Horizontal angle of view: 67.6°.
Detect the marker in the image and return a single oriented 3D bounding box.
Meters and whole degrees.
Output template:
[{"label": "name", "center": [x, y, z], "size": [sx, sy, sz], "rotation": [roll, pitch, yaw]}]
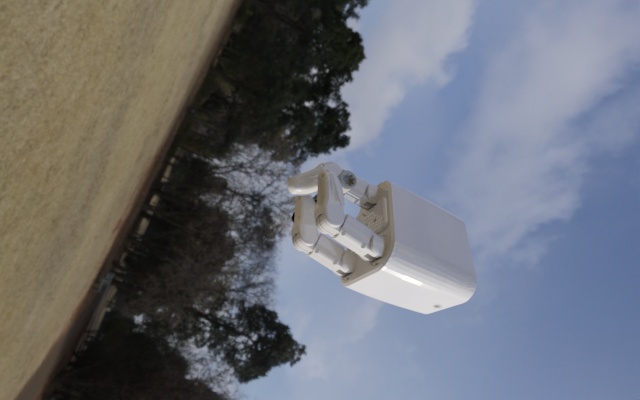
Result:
[{"label": "marker", "center": [0.000, 0.002, 0.503], "size": [0.020, 0.020, 0.121], "rotation": [0, -22, -29]}]
